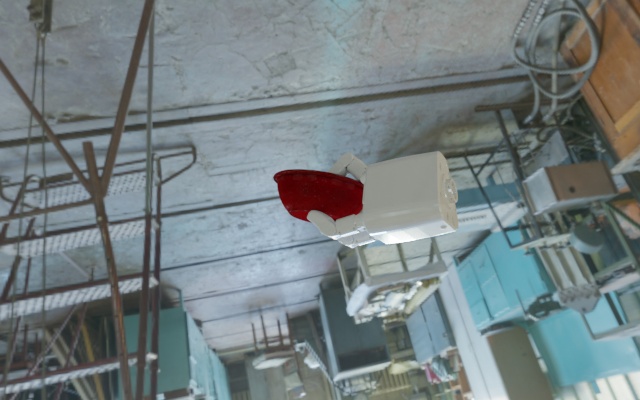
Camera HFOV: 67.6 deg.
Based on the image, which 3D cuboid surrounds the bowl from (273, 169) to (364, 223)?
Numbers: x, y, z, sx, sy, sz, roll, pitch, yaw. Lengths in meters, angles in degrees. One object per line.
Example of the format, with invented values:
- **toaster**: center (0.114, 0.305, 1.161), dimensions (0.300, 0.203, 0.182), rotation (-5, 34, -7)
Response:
- **bowl**: center (-0.001, 0.003, 0.752), dimensions (0.162, 0.055, 0.162), rotation (10, -13, 2)
